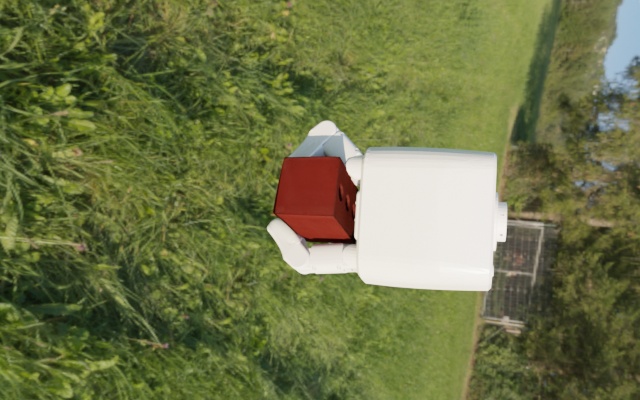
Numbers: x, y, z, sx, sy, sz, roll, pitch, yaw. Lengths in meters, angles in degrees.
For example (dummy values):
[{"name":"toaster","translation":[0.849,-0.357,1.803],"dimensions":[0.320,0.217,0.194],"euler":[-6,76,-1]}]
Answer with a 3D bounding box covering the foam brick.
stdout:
[{"name":"foam brick","translation":[0.000,0.001,0.415],"dimensions":[0.051,0.053,0.078],"euler":[1,-21,19]}]
